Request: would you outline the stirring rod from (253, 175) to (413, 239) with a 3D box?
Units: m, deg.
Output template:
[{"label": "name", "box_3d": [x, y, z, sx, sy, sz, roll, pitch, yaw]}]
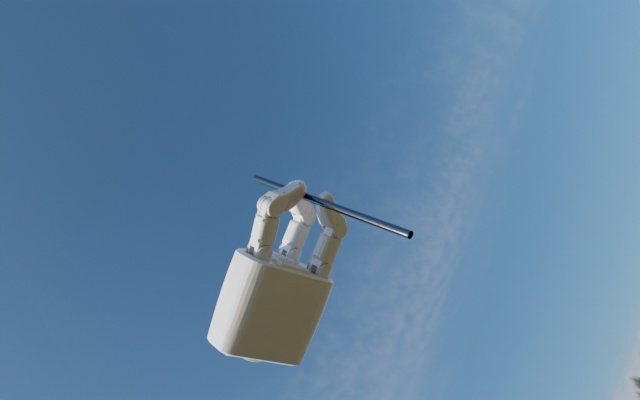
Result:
[{"label": "stirring rod", "box_3d": [0.000, 0.002, 0.514, 0.011, 0.011, 0.239, 0, 14, -44]}]
